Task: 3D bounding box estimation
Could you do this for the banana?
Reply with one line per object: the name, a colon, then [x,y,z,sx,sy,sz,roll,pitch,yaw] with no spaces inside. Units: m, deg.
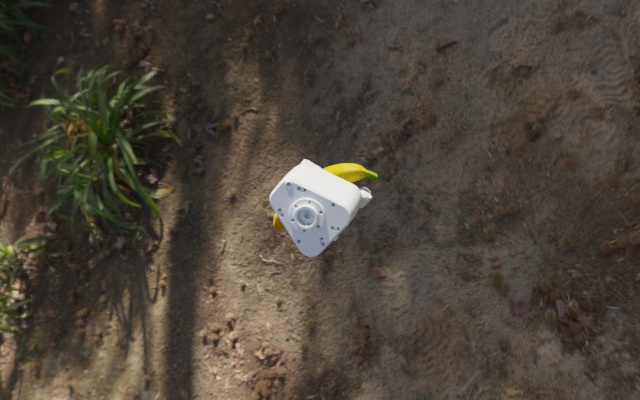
banana: [-0.006,-0.012,0.783,0.198,0.070,0.037,-27,33,12]
